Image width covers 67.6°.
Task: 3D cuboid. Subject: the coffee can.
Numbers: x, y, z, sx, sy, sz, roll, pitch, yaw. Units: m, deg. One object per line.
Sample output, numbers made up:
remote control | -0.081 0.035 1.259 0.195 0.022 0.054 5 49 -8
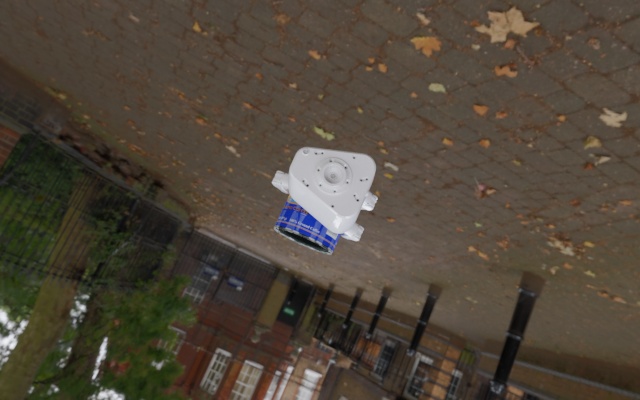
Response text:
coffee can | 0.000 0.002 0.767 0.103 0.140 0.103 23 -12 5
